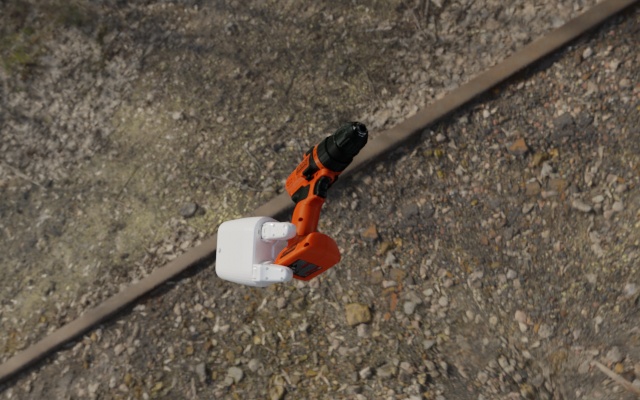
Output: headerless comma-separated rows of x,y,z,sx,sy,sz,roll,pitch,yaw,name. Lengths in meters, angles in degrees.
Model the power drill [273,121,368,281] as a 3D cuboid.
0.000,0.003,0.645,0.057,0.187,0.184,23,-36,-19,power drill
